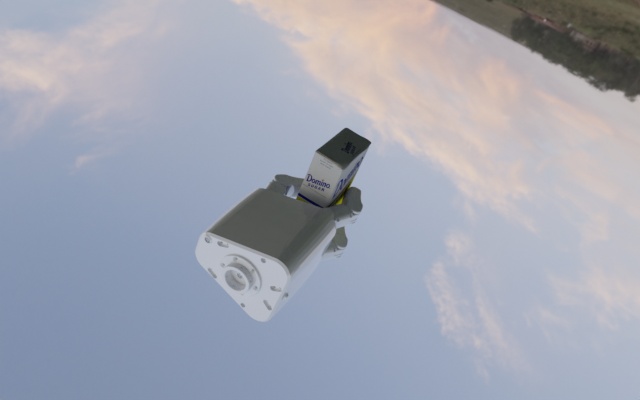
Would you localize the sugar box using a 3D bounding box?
[{"bbox_3d":[0.000,0.002,0.606,0.048,0.176,0.093,33,36,9],"label":"sugar box"}]
